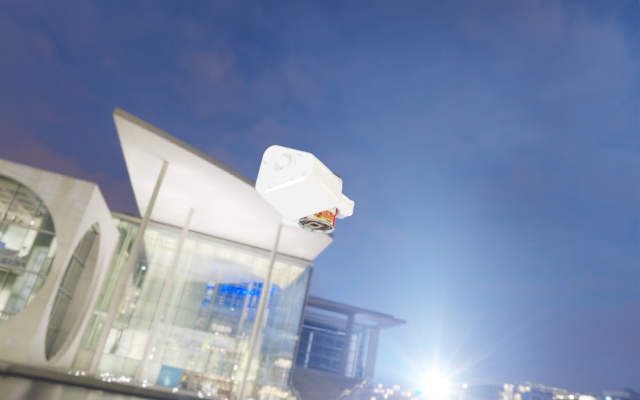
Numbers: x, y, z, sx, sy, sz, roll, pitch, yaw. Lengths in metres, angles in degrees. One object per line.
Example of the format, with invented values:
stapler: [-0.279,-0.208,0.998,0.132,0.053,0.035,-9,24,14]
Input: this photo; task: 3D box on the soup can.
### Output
soup can: [0.001,0.003,0.899,0.068,0.102,0.068,10,-23,4]
